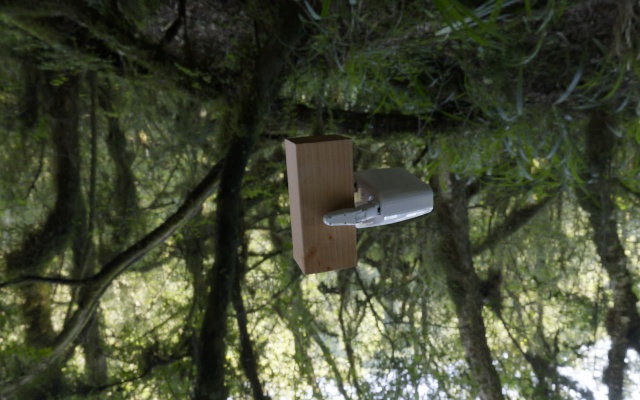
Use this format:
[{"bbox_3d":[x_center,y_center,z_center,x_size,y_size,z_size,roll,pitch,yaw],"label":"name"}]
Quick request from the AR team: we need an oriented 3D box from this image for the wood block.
[{"bbox_3d":[0.001,0.003,0.770,0.090,0.206,0.091,-7,14,-14],"label":"wood block"}]
